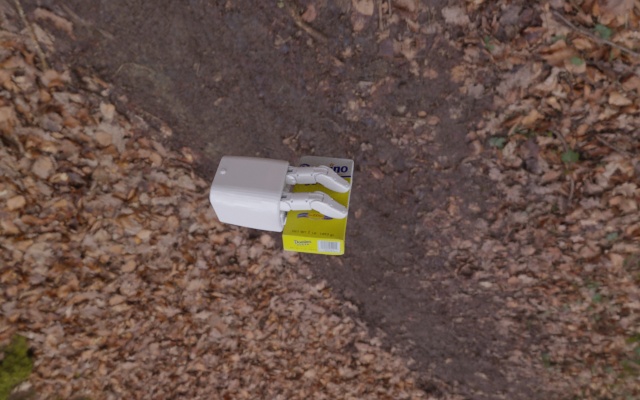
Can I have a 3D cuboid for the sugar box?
[{"bbox_3d":[0.000,0.002,0.766,0.093,0.176,0.048,5,-40,5],"label":"sugar box"}]
